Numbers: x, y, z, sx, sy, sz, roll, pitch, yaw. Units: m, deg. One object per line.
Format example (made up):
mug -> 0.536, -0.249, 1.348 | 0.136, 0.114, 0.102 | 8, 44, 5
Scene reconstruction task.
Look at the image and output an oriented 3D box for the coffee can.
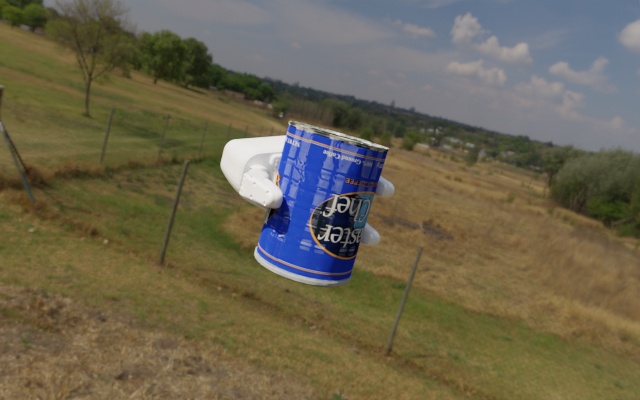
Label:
coffee can -> 0.000, 0.002, 0.481 | 0.103, 0.140, 0.103 | 15, 10, -3
